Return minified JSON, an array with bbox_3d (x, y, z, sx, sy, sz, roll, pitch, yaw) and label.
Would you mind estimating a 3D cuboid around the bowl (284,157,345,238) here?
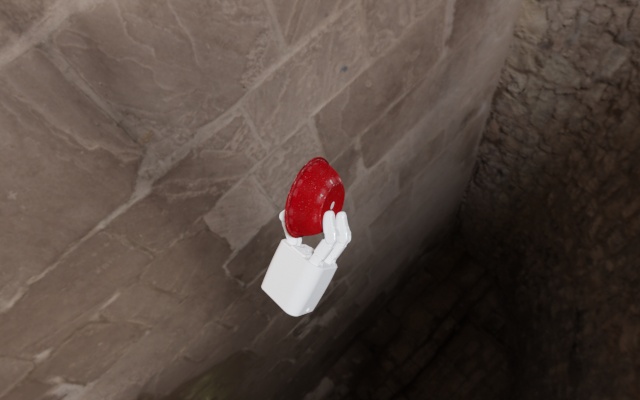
[{"bbox_3d":[0.001,0.002,0.890,0.055,0.162,0.162,20,9,25],"label":"bowl"}]
